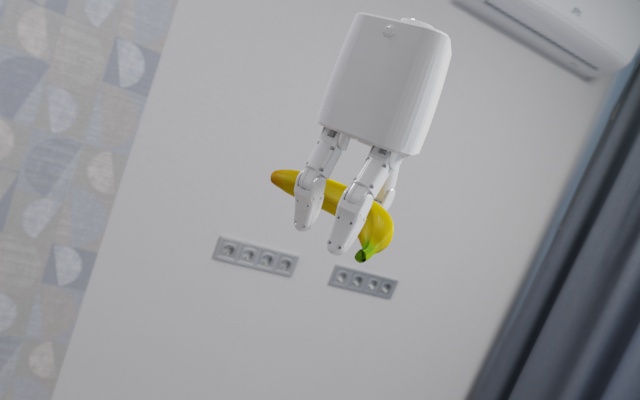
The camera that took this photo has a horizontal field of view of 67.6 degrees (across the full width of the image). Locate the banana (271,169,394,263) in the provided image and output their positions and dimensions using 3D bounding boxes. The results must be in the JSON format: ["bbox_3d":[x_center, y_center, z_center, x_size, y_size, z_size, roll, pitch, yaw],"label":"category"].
[{"bbox_3d":[0.017,0.005,0.495,0.069,0.037,0.197,6,18,-34],"label":"banana"}]
